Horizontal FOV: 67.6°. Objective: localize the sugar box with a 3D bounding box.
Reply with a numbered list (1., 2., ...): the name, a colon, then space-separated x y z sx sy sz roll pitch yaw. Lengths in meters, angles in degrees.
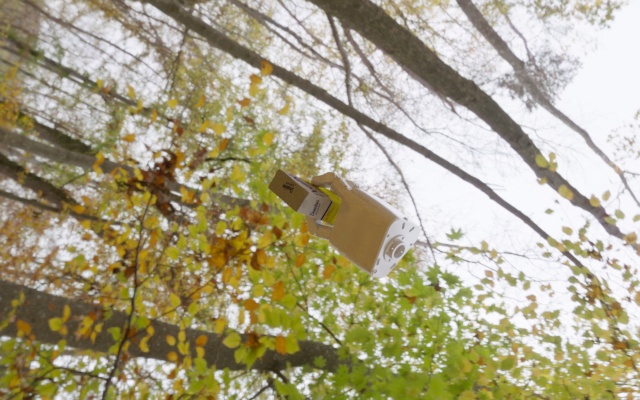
1. sugar box: 0.001 0.002 0.855 0.176 0.048 0.093 24 11 -48
